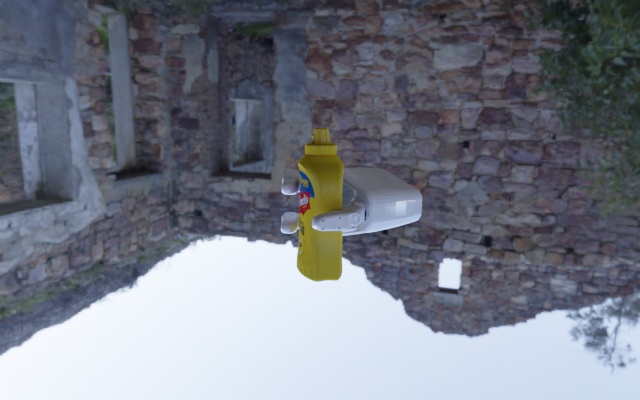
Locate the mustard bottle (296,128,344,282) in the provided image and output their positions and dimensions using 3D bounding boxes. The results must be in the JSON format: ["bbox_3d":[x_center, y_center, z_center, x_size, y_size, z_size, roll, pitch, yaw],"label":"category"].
[{"bbox_3d":[0.000,0.002,0.624,0.058,0.192,0.096,-1,10,-13],"label":"mustard bottle"}]
